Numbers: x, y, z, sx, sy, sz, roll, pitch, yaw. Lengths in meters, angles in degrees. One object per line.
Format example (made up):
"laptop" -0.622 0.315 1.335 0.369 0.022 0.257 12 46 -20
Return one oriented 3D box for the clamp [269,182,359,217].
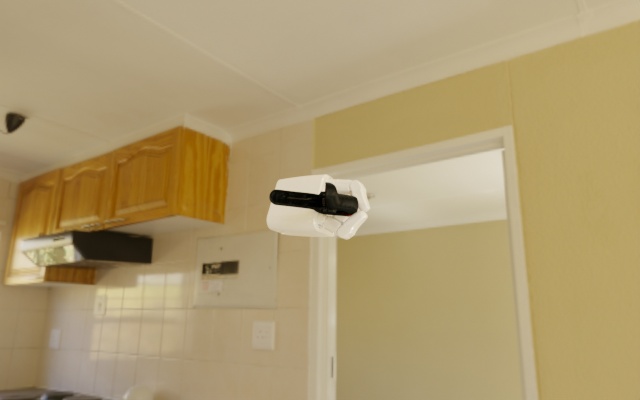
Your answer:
"clamp" 0.000 0.002 0.790 0.120 0.039 0.171 2 -12 27
